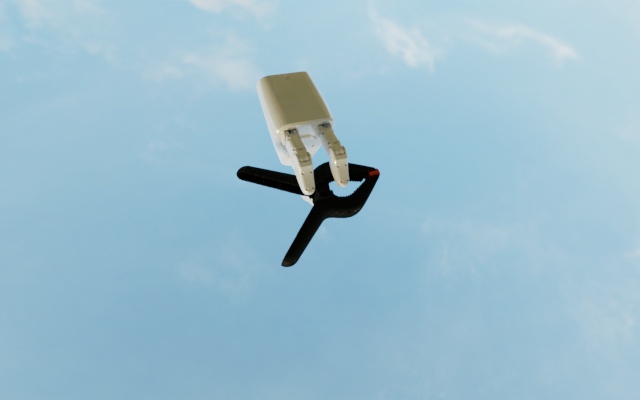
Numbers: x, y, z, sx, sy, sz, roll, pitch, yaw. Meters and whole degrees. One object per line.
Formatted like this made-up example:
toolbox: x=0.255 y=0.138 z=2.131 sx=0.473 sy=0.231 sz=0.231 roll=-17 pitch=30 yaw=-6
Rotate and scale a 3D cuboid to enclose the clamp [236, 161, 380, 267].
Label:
clamp: x=0.000 y=0.002 z=0.698 sx=0.210 sy=0.164 sz=0.036 roll=-13 pitch=-25 yaw=-21
